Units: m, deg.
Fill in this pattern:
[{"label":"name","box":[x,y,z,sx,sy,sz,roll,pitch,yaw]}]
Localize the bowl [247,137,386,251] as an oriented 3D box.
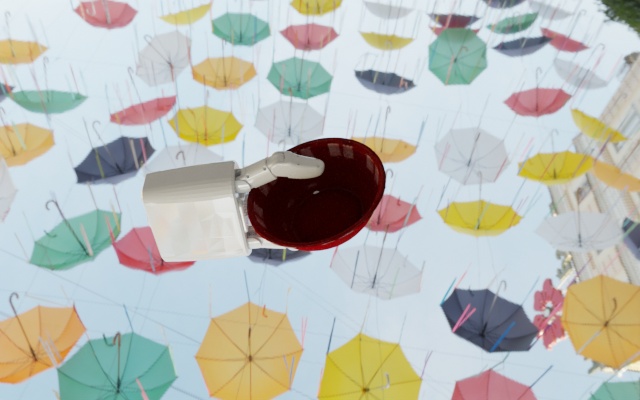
[{"label":"bowl","box":[0.001,0.002,0.549,0.162,0.162,0.055,0,-39,22]}]
